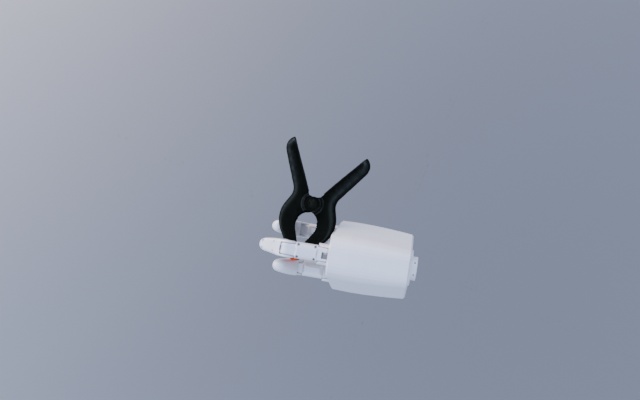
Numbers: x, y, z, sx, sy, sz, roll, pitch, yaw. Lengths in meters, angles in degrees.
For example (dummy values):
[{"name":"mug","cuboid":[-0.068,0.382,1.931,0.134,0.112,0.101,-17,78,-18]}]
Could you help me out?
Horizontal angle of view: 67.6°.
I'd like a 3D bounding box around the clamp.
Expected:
[{"name":"clamp","cuboid":[0.000,0.002,0.660,0.120,0.171,0.039,9,-4,10]}]
